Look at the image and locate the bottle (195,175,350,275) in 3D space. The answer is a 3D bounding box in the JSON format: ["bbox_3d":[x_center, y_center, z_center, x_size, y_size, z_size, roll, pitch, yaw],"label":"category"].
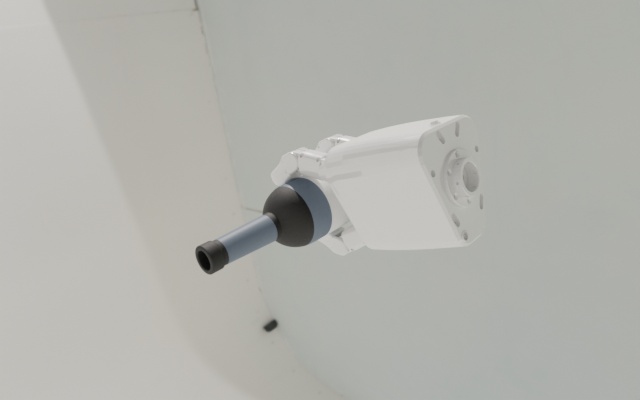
[{"bbox_3d":[0.000,0.002,0.506,0.295,0.069,0.069,-27,18,-40],"label":"bottle"}]
